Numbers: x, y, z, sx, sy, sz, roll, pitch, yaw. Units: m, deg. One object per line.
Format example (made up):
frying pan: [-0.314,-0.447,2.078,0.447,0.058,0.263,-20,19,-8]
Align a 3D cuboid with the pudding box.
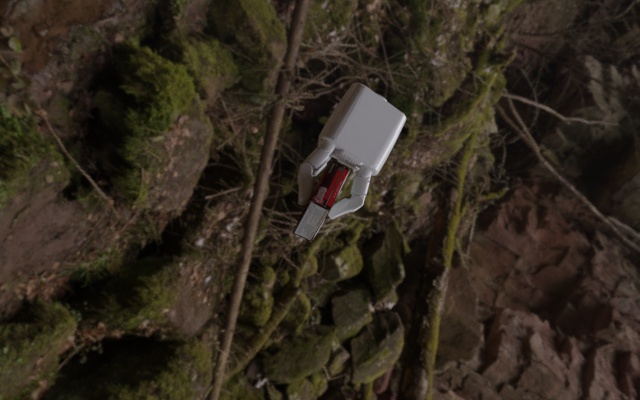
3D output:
pudding box: [0.000,0.003,0.762,0.039,0.090,0.114,28,-35,1]
